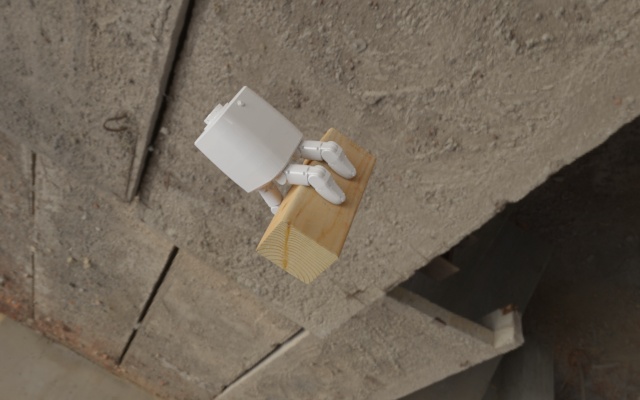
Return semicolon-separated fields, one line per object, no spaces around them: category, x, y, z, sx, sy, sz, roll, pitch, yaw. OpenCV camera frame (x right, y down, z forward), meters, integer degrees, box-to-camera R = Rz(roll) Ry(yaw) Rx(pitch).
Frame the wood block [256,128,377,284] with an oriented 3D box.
wood block;0.000;0.002;0.691;0.090;0.206;0.091;34;-43;-9
